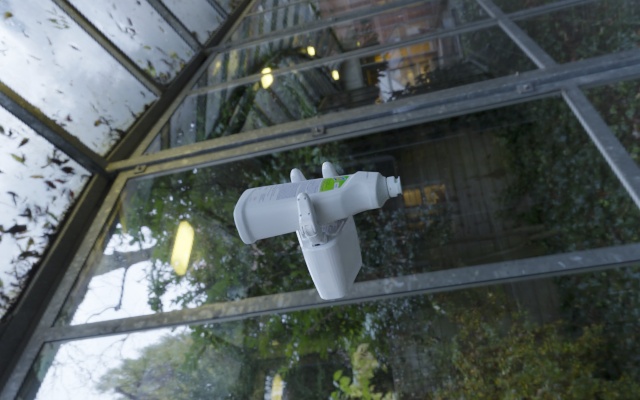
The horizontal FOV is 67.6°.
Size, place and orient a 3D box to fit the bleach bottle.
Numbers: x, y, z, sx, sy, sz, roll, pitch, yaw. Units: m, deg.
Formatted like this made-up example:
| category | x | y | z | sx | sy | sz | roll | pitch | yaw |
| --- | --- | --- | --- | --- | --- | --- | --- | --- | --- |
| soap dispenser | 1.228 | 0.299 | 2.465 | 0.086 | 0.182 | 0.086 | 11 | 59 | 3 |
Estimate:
| category | x | y | z | sx | sy | sz | roll | pitch | yaw |
| --- | --- | --- | --- | --- | --- | --- | --- | --- | --- |
| bleach bottle | 0.000 | 0.002 | 0.741 | 0.251 | 0.068 | 0.102 | -10 | 26 | 12 |
